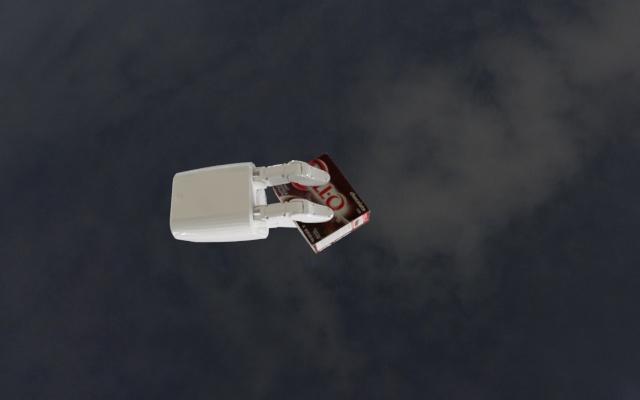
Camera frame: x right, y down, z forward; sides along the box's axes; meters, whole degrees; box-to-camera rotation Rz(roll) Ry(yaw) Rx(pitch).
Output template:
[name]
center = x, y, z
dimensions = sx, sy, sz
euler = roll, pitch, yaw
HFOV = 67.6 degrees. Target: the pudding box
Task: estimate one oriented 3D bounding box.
[pudding box]
center = 0.000, 0.002, 0.648
dimensions = 0.090, 0.113, 0.039
euler = -31, -24, -8
